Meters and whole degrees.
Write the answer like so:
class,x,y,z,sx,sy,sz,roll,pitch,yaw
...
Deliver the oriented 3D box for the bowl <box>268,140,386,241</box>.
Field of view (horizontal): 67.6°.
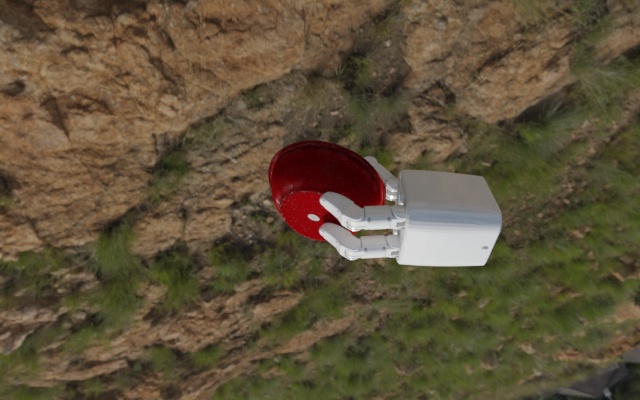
class,x,y,z,sx,sy,sz,roll,pitch,yaw
bowl,-0.001,0.002,0.615,0.162,0.055,0.162,12,-42,11
